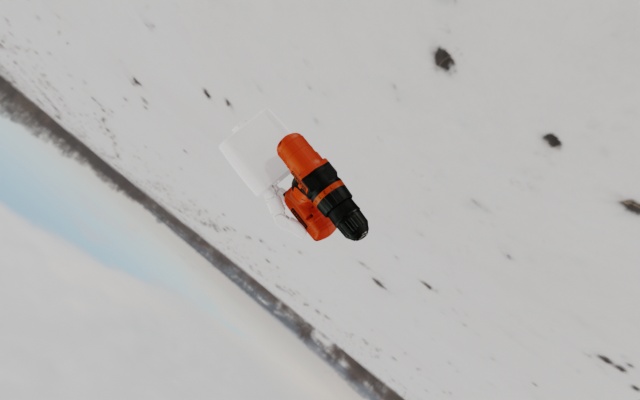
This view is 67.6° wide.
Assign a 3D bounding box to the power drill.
[{"bbox_3d":[0.000,0.002,0.739,0.057,0.184,0.188,-33,-14,-16],"label":"power drill"}]
